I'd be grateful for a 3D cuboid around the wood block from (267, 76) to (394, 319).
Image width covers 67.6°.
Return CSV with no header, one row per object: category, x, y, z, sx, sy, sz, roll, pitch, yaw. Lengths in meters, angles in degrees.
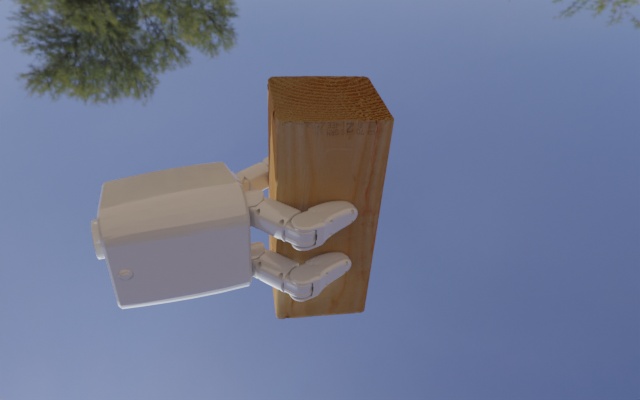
wood block,0.000,0.001,0.436,0.090,0.206,0.090,-3,36,-9
